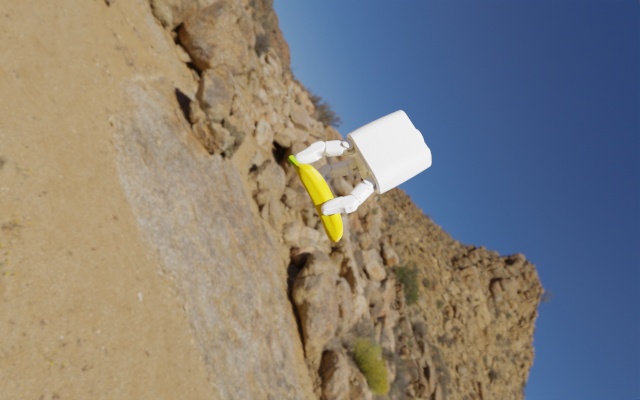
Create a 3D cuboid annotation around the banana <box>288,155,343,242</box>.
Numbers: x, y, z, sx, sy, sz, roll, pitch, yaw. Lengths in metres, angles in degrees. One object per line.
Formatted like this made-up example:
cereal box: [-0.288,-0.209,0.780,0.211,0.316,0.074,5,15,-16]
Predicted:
banana: [0.005,0.007,0.840,0.037,0.198,0.069,-30,30,-7]
